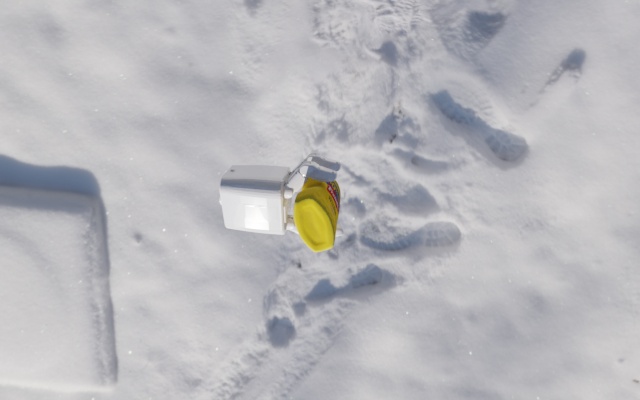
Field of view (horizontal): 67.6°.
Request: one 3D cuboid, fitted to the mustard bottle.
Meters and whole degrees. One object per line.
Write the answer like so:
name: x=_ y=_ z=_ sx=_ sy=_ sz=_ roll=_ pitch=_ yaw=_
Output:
mustard bottle: x=0.000 y=0.003 z=0.806 sx=0.058 sy=0.096 sz=0.191 roll=-18 pitch=19 yaw=13
